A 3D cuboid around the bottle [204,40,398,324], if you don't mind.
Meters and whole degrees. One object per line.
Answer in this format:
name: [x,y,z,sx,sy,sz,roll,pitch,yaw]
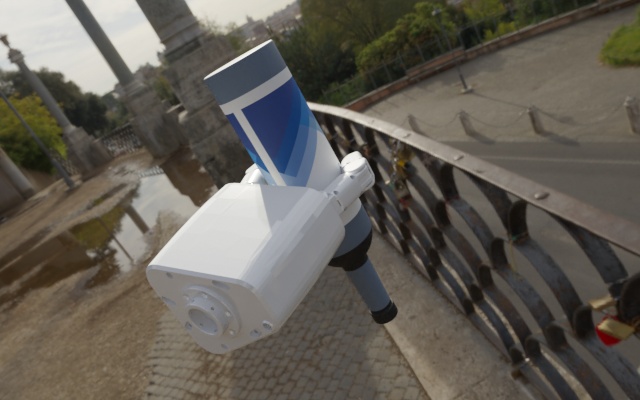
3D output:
bottle: [0.000,0.001,0.450,0.069,0.296,0.069,-26,21,11]
